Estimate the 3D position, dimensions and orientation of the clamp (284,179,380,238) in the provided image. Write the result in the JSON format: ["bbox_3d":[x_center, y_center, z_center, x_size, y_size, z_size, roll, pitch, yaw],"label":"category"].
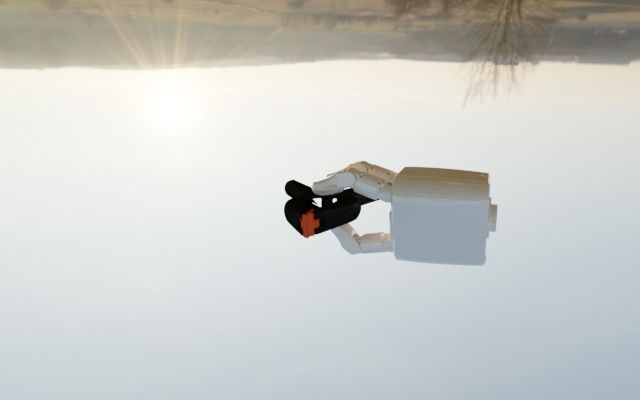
[{"bbox_3d":[0.000,0.003,0.619,0.164,0.036,0.210,1,14,20],"label":"clamp"}]
